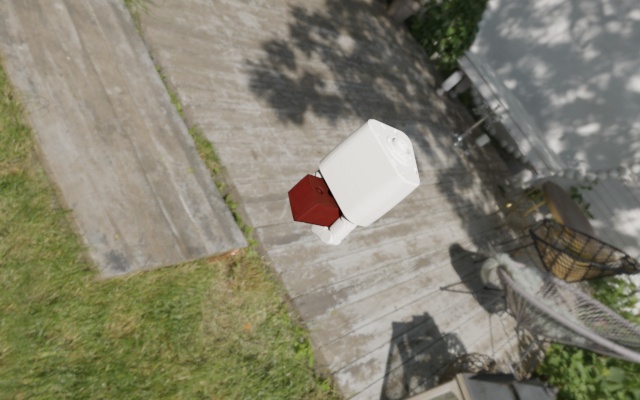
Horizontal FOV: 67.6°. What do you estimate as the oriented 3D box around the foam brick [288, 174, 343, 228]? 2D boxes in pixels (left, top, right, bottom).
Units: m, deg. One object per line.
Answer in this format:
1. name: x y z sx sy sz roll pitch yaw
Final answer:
1. foam brick: 0.000 0.002 0.702 0.078 0.053 0.051 13 -41 -40
